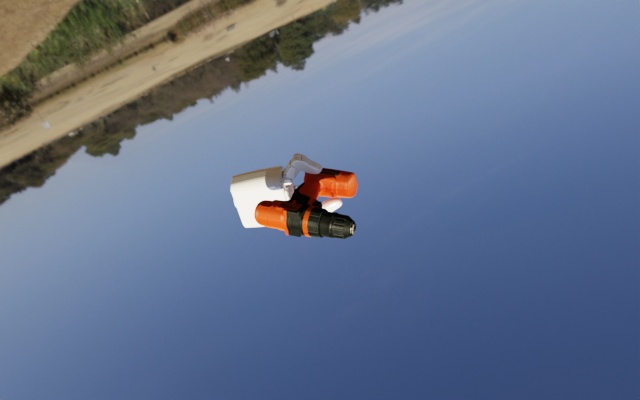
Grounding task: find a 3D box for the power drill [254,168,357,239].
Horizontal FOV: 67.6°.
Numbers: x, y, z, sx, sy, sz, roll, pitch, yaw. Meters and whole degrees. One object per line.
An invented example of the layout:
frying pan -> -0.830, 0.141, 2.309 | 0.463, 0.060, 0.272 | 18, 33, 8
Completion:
power drill -> 0.000, 0.003, 0.861 | 0.184, 0.057, 0.187 | 10, 29, 22
